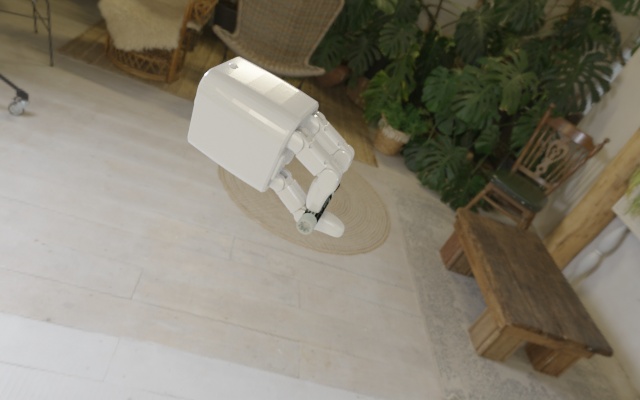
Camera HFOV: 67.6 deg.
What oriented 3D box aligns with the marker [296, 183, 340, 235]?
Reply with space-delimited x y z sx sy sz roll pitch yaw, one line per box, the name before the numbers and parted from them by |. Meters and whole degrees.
marker | 0.000 0.002 0.554 0.020 0.020 0.121 0 26 18
